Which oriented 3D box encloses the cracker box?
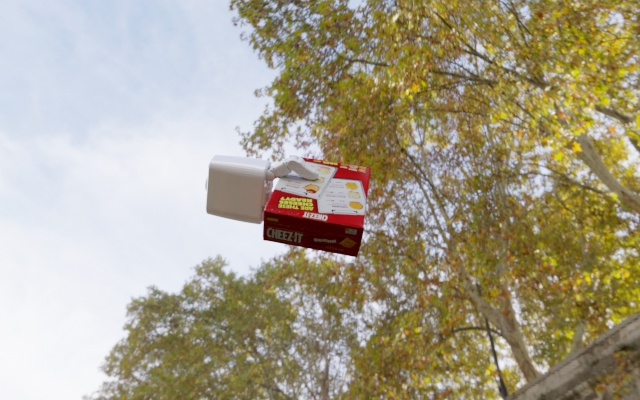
[{"bbox_3d":[0.000,0.003,0.860,0.164,0.072,0.213,9,32,4],"label":"cracker box"}]
